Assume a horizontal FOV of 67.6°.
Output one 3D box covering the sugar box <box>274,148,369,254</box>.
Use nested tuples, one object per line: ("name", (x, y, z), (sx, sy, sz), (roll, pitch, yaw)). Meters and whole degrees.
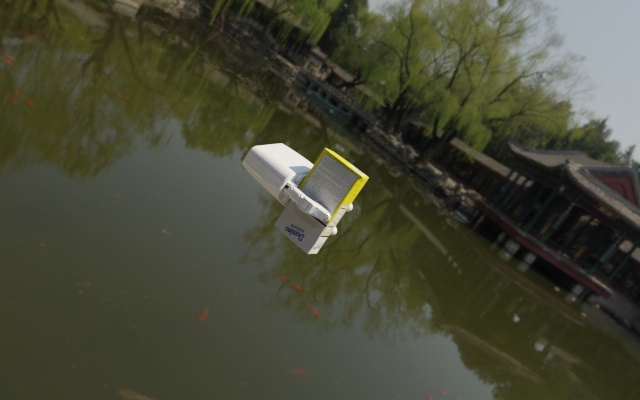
("sugar box", (0.000, 0.003, 0.883), (0.093, 0.176, 0.048), (39, 13, 22))
